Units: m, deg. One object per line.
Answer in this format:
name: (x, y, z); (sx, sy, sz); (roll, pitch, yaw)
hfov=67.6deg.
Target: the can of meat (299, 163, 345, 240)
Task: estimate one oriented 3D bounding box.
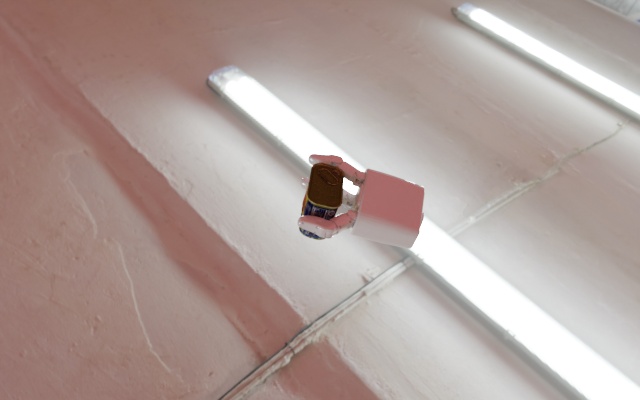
can of meat: (0.000, 0.003, 0.797); (0.057, 0.084, 0.102); (13, 43, -6)
